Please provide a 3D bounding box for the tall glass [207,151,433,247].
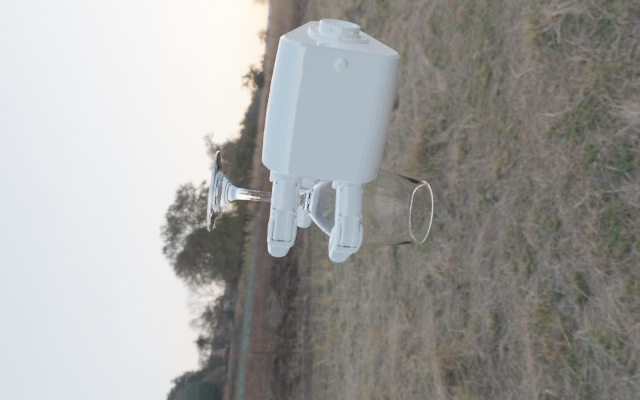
[{"bbox_3d":[-0.001,0.002,0.452,0.201,0.079,0.079,6,-1,-7],"label":"tall glass"}]
